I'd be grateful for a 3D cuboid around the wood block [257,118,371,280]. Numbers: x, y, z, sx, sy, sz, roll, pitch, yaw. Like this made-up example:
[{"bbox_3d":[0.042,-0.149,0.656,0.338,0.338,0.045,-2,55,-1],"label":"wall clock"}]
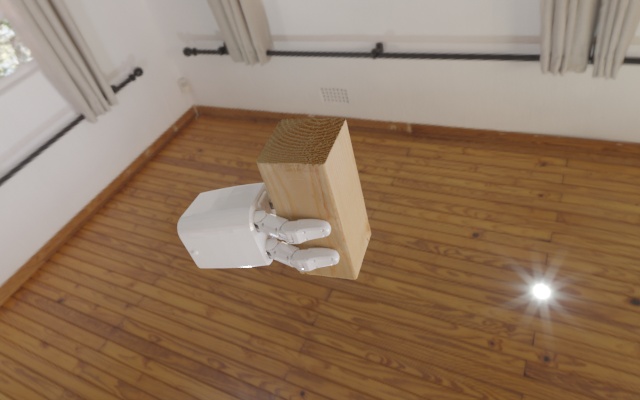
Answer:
[{"bbox_3d":[0.000,0.002,0.632,0.090,0.206,0.090,3,45,21],"label":"wood block"}]
